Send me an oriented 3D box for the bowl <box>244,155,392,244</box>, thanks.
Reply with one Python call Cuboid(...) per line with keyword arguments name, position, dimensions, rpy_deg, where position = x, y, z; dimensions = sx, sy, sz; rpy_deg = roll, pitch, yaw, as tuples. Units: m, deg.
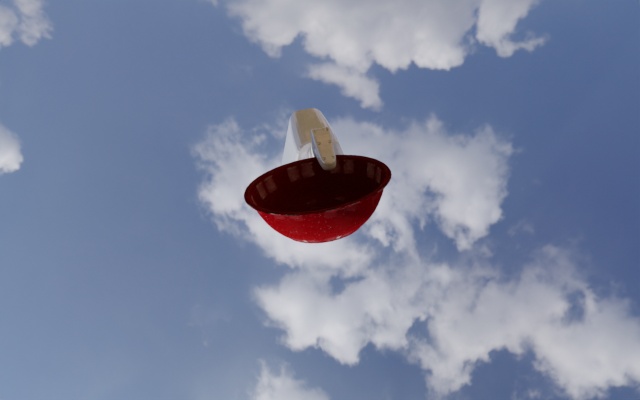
Cuboid(name="bowl", position=(0.000, 0.003, 0.529), dimensions=(0.162, 0.055, 0.162), rpy_deg=(-8, 23, 3))
